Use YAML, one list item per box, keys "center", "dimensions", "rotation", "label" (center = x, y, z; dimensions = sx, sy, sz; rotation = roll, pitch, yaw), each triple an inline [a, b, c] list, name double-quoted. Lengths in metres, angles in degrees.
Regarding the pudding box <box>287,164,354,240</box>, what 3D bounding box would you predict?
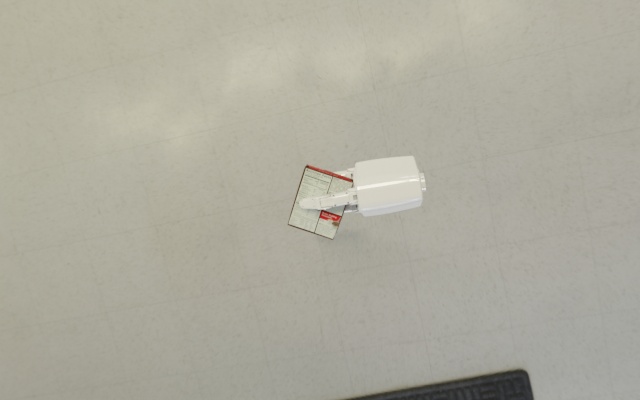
- center: [0.000, 0.003, 0.836]
  dimensions: [0.090, 0.113, 0.039]
  rotation: [19, 10, 2]
  label: "pudding box"
